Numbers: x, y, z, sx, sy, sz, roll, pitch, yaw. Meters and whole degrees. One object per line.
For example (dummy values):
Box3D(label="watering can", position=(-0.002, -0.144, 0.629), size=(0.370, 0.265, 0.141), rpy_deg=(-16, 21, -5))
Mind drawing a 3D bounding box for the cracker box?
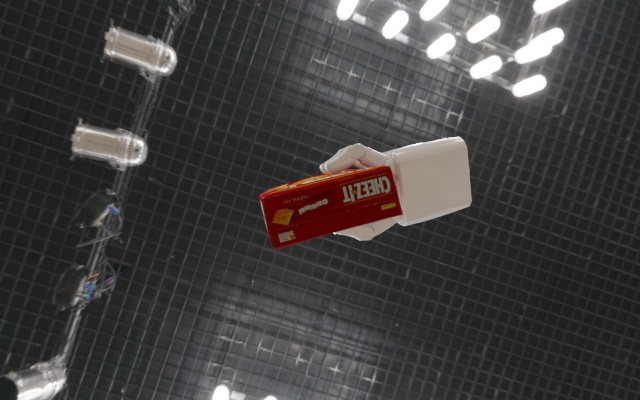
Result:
Box3D(label="cracker box", position=(0.000, 0.002, 0.667), size=(0.164, 0.072, 0.213), rpy_deg=(-15, 4, -7))
